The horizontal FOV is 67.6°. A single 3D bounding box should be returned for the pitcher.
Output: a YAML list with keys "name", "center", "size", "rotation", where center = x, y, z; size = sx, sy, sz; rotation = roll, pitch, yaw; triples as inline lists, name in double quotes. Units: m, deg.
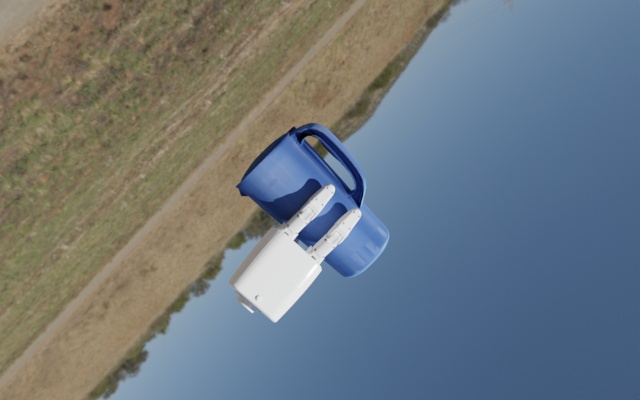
- name: "pitcher"
  center: [0.000, 0.003, 0.763]
  size: [0.243, 0.145, 0.149]
  rotation: [44, -16, -10]
